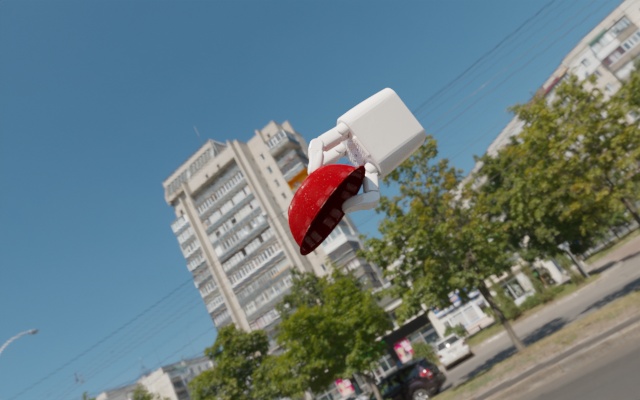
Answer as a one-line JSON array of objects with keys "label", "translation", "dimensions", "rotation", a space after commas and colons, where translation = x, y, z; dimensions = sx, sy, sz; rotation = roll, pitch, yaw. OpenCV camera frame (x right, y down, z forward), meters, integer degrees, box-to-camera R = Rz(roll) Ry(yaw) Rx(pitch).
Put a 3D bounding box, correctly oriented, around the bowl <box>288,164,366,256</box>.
[{"label": "bowl", "translation": [-0.001, 0.003, 0.715], "dimensions": [0.055, 0.162, 0.162], "rotation": [35, 9, 14]}]
